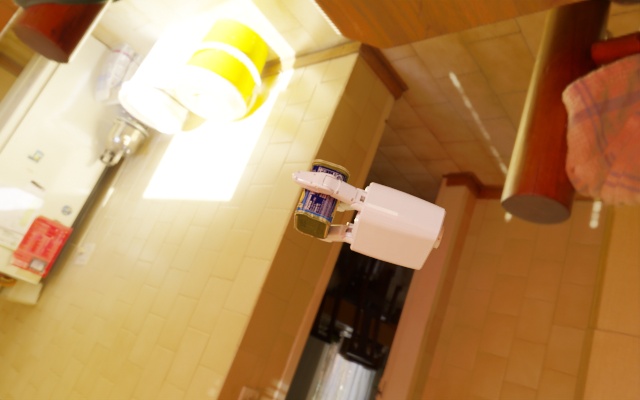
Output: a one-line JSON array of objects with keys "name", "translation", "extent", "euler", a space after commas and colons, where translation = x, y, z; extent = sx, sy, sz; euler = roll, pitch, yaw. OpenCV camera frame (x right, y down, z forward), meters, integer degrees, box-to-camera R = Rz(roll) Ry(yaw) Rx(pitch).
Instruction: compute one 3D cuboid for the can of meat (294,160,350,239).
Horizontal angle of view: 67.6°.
[{"name": "can of meat", "translation": [0.000, 0.002, 0.690], "extent": [0.057, 0.084, 0.102], "euler": [19, -19, 4]}]
